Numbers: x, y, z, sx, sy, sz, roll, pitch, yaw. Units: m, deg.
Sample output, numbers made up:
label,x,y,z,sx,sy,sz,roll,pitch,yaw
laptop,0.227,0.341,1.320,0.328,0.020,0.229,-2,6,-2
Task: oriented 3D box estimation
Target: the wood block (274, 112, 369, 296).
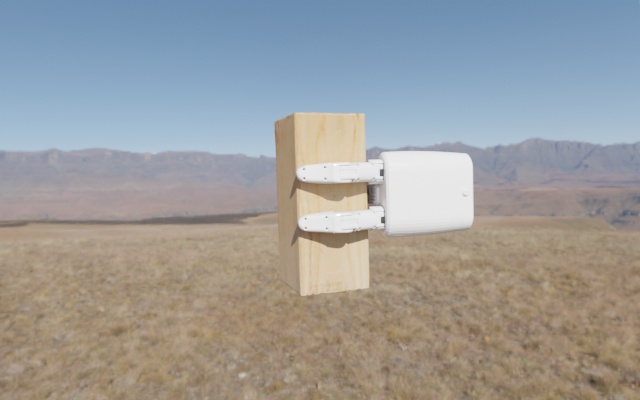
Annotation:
label,x,y,z,sx,sy,sz,roll,pitch,yaw
wood block,0.000,0.002,0.587,0.090,0.206,0.091,-3,3,-20
